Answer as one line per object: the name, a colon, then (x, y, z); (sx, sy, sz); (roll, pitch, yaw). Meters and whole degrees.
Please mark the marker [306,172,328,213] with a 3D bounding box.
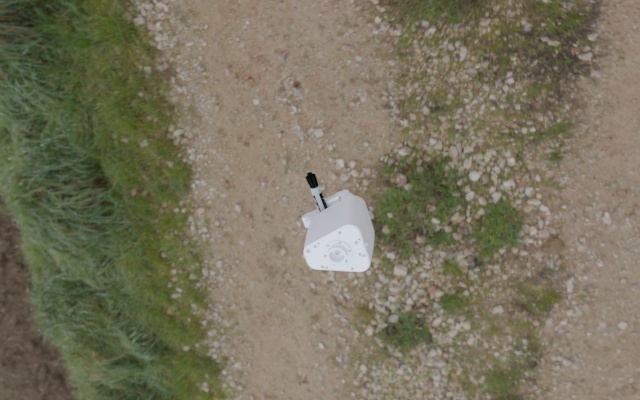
marker: (0.000, 0.003, 0.879); (0.020, 0.121, 0.020); (-18, 22, 8)
